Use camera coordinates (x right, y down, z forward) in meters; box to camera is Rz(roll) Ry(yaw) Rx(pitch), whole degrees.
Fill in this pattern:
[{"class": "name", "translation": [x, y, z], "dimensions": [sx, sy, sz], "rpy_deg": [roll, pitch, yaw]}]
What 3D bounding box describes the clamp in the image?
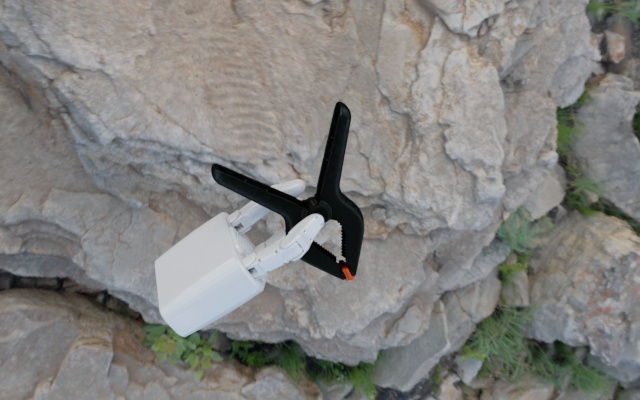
[{"class": "clamp", "translation": [0.000, 0.003, 0.550], "dimensions": [0.164, 0.210, 0.036], "rpy_deg": [-32, 23, 4]}]
